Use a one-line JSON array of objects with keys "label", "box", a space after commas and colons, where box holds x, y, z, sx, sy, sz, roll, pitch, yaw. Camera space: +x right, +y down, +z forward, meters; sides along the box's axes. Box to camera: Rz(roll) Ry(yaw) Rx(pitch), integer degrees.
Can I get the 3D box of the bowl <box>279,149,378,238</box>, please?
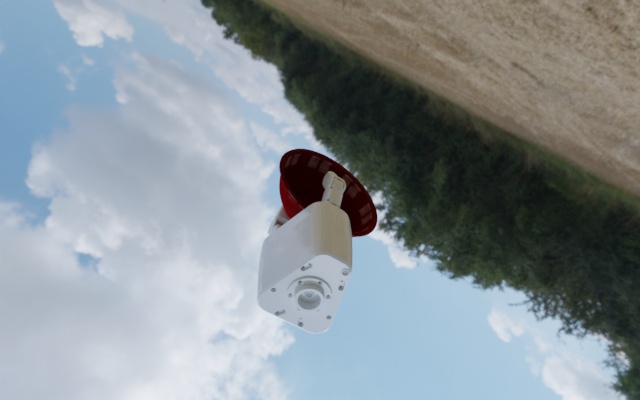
[{"label": "bowl", "box": [0.000, 0.002, 0.671, 0.162, 0.162, 0.055, 0, -41, -46]}]
